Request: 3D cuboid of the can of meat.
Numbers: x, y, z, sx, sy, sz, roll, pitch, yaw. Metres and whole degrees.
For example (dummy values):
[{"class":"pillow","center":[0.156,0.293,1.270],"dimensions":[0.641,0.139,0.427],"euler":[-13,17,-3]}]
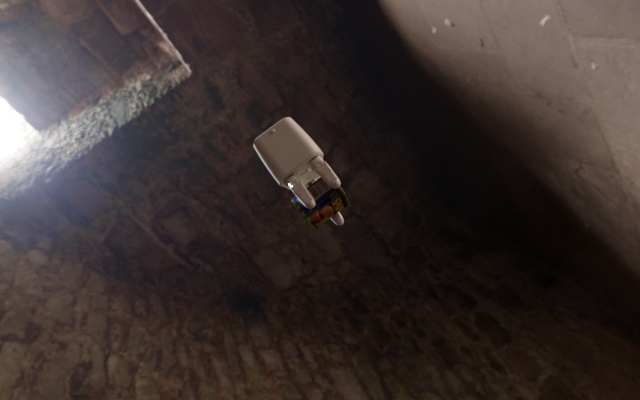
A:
[{"class":"can of meat","center":[0.000,0.003,0.870],"dimensions":[0.084,0.057,0.102],"euler":[-37,-19,-2]}]
